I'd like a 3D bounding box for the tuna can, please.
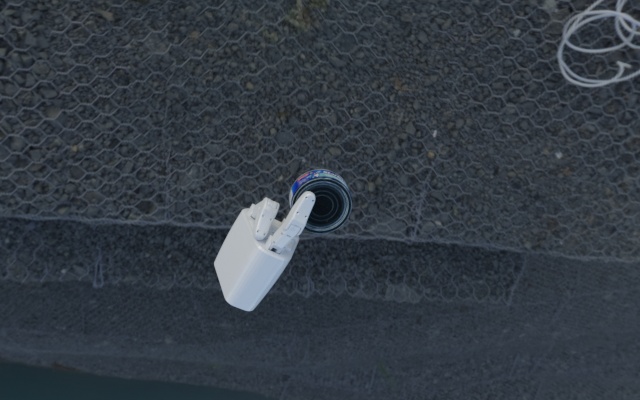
[{"bbox_3d":[0.000,0.002,0.657,0.086,0.086,0.033,0,23,-7],"label":"tuna can"}]
